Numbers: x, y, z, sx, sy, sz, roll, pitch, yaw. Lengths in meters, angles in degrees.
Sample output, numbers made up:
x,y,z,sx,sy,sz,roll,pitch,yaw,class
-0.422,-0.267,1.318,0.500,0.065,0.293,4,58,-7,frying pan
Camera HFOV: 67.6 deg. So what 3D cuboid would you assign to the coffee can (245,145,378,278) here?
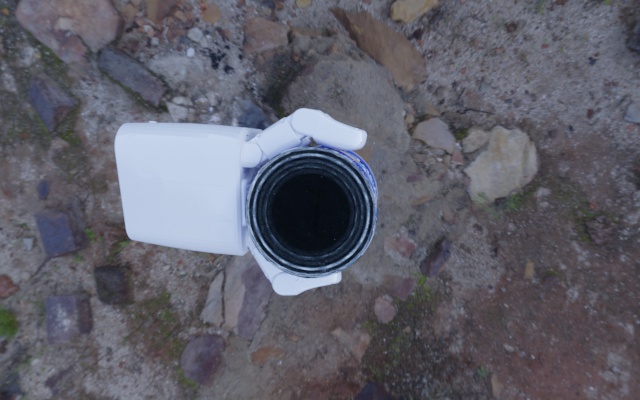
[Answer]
x,y,z,sx,sy,sz,roll,pitch,yaw,class
0.000,0.001,0.431,0.103,0.103,0.140,0,7,7,coffee can
